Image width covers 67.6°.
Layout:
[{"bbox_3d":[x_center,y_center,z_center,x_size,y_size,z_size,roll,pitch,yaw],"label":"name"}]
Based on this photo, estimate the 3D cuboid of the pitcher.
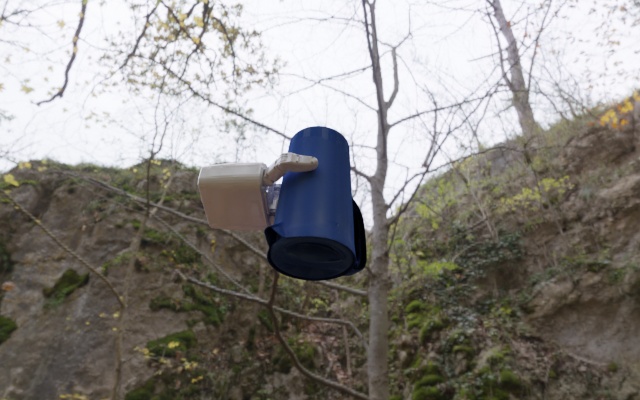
[{"bbox_3d":[0.000,0.003,0.781,0.145,0.242,0.149,-2,-37,8],"label":"pitcher"}]
